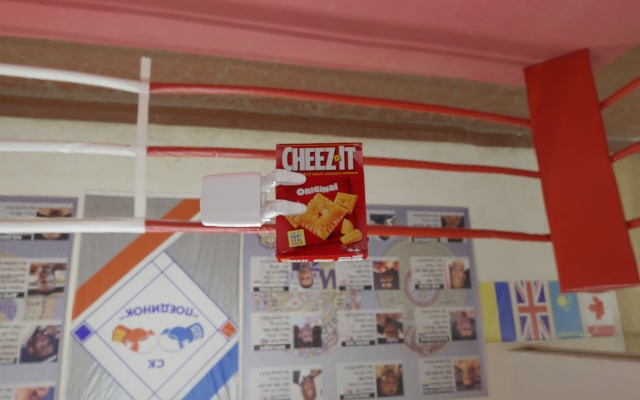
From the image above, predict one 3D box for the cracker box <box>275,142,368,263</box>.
[{"bbox_3d":[0.000,0.003,0.875,0.164,0.213,0.072,-1,-14,-2],"label":"cracker box"}]
